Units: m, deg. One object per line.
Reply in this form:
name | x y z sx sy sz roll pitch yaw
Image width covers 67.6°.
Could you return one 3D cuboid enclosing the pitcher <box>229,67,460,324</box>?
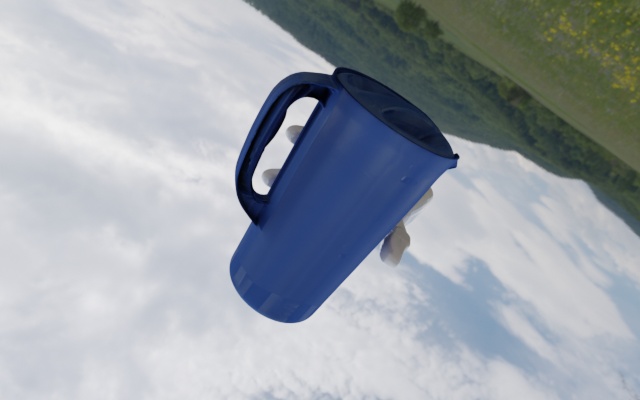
pitcher | 0.000 0.002 0.462 0.149 0.243 0.145 42 26 14
